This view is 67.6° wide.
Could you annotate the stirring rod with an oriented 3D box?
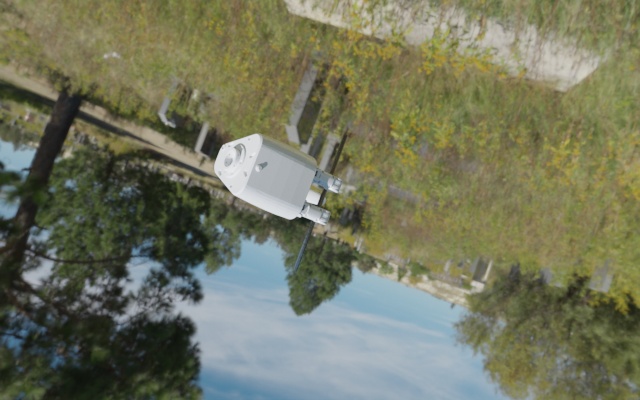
[{"bbox_3d":[0.000,0.002,0.792,0.011,0.239,0.011,20,-4,1],"label":"stirring rod"}]
